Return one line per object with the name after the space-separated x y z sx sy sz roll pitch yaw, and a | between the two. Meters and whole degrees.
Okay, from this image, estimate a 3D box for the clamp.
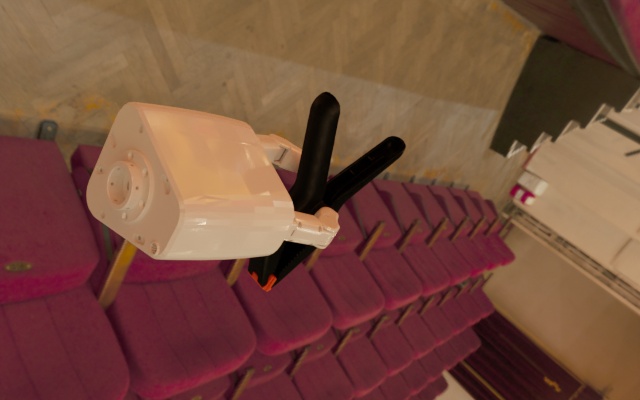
0.000 0.002 0.479 0.036 0.210 0.164 43 22 30 | clamp
